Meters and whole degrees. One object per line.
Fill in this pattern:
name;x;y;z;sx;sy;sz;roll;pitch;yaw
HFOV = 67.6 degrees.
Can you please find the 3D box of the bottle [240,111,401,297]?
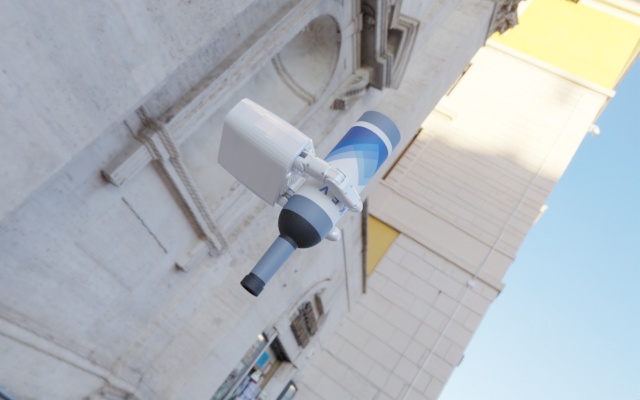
bottle;0.000;0.002;0.626;0.069;0.295;0.069;33;-23;16
